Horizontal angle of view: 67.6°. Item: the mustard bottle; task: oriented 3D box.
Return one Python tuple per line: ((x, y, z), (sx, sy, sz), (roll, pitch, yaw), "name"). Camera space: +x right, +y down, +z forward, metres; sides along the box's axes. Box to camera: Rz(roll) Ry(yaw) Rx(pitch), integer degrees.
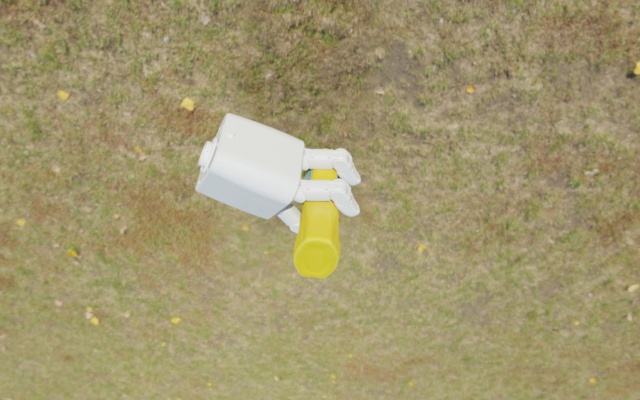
((0.000, 0.002, 0.651), (0.058, 0.191, 0.096), (5, -39, 0), "mustard bottle")
